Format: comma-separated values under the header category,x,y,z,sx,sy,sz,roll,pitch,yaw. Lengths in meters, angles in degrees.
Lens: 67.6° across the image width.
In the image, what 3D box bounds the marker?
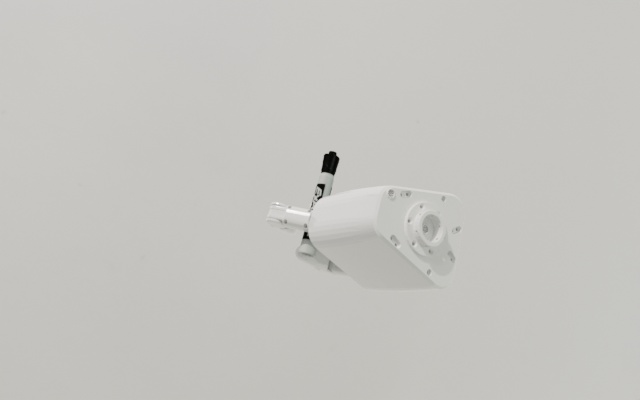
category,x,y,z,sx,sy,sz,roll,pitch,yaw
marker,0.000,0.002,0.523,0.020,0.121,0.020,13,-16,4
